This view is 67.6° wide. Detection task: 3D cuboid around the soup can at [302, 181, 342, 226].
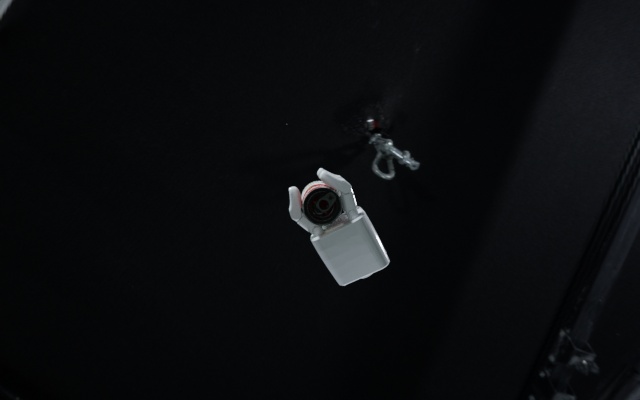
[{"bbox_3d":[0.000,0.002,0.869,0.068,0.068,0.102,0,9,-4],"label":"soup can"}]
